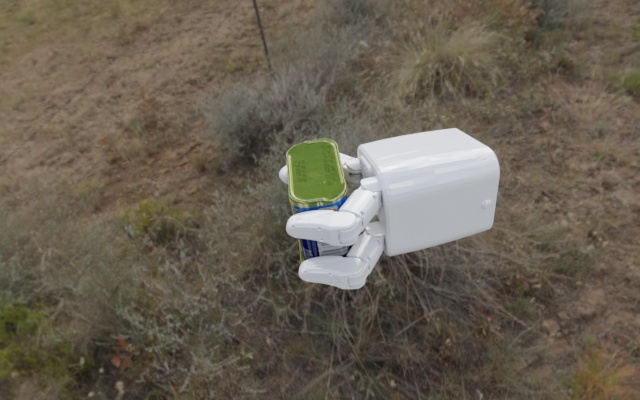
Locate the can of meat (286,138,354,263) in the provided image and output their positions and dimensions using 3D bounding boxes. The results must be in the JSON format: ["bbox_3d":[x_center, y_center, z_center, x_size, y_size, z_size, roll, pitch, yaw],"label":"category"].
[{"bbox_3d":[0.000,0.001,0.461,0.057,0.084,0.102,-9,40,0],"label":"can of meat"}]
